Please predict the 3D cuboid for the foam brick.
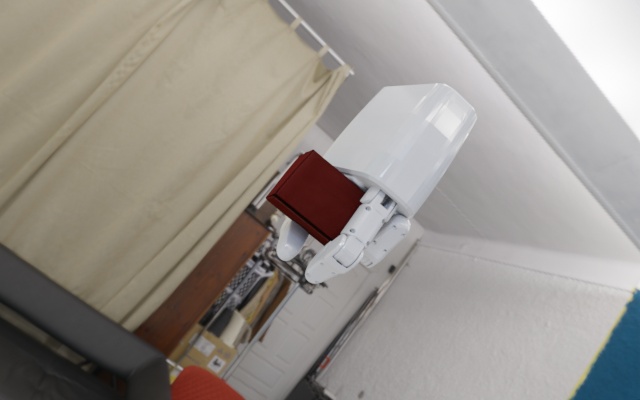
[{"bbox_3d":[0.000,0.001,0.411,0.078,0.051,0.053,39,-10,-12],"label":"foam brick"}]
